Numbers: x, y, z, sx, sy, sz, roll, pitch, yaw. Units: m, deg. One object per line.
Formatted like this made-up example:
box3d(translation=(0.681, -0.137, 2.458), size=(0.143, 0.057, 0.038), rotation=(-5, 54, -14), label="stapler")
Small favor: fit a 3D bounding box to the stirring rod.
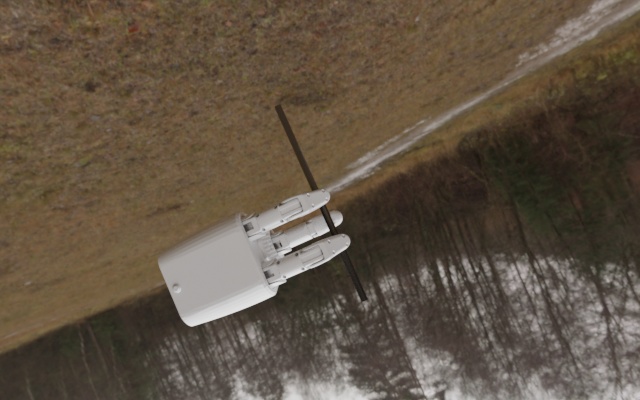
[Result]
box3d(translation=(0.000, 0.002, 0.539), size=(0.011, 0.239, 0.011), rotation=(-24, -3, -1), label="stirring rod")
